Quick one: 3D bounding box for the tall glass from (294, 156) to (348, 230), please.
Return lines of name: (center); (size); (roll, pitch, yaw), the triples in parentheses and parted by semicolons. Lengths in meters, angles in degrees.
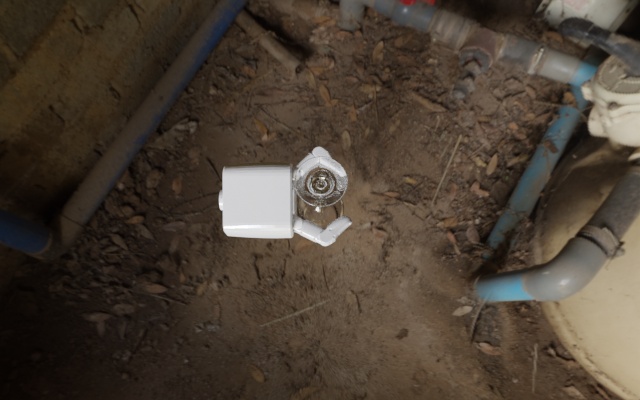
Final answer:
tall glass: (0.000, 0.002, 0.755); (0.079, 0.079, 0.201); (0, -17, 0)
